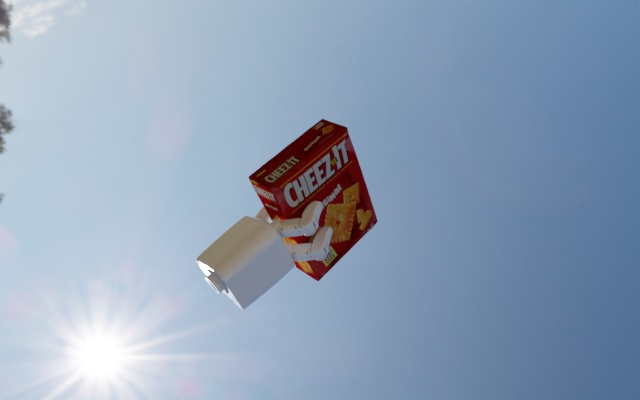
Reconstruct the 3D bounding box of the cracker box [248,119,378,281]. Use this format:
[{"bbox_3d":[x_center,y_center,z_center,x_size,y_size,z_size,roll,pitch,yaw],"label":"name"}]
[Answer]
[{"bbox_3d":[0.000,0.003,0.789,0.164,0.214,0.072,-42,42,-23],"label":"cracker box"}]
